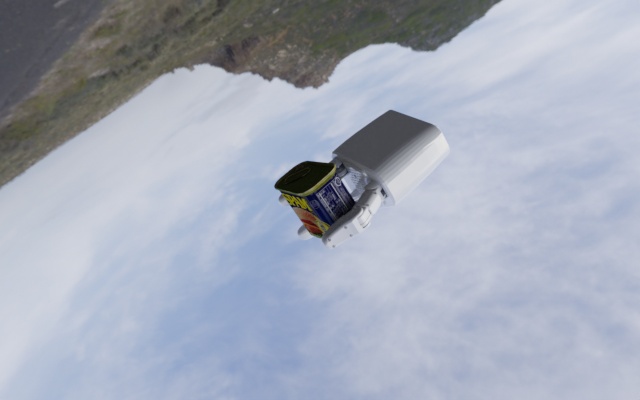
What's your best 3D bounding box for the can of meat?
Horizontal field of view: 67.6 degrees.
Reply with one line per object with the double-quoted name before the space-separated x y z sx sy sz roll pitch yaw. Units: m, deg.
"can of meat" 0.000 0.002 0.591 0.057 0.084 0.102 -42 24 -17
